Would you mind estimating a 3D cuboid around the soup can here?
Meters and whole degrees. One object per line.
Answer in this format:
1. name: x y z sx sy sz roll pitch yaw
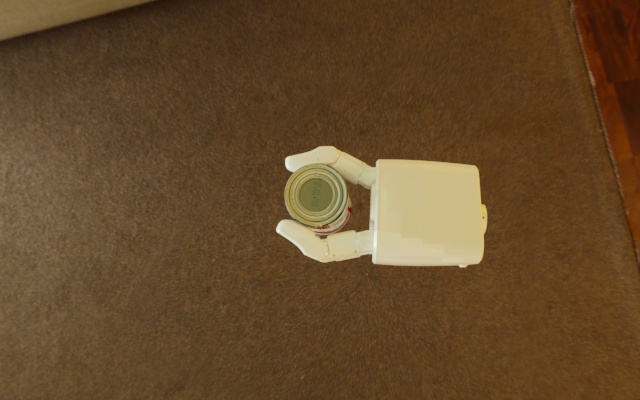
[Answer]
1. soup can: 0.000 0.002 0.532 0.068 0.068 0.102 0 -9 5
